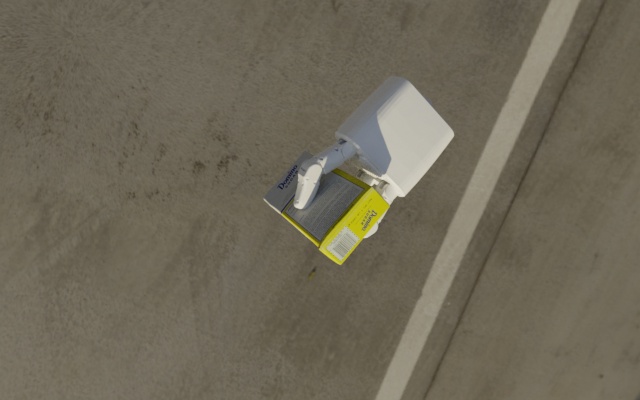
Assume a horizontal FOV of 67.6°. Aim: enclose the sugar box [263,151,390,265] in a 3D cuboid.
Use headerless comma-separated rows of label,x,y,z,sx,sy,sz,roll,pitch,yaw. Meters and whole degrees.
sugar box,0.001,0.002,0.610,0.048,0.093,0.176,44,-4,-31
